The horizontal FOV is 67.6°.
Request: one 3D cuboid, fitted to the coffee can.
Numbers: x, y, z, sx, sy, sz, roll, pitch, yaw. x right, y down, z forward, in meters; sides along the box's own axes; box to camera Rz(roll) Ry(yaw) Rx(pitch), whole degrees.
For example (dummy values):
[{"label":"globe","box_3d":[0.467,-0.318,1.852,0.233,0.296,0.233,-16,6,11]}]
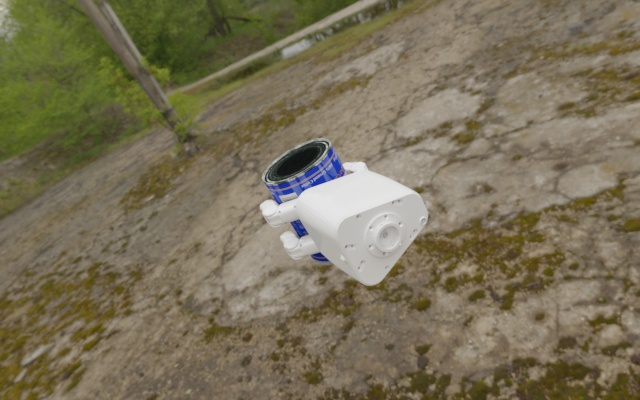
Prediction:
[{"label":"coffee can","box_3d":[0.000,0.002,0.647,0.103,0.140,0.102,-25,25,13]}]
